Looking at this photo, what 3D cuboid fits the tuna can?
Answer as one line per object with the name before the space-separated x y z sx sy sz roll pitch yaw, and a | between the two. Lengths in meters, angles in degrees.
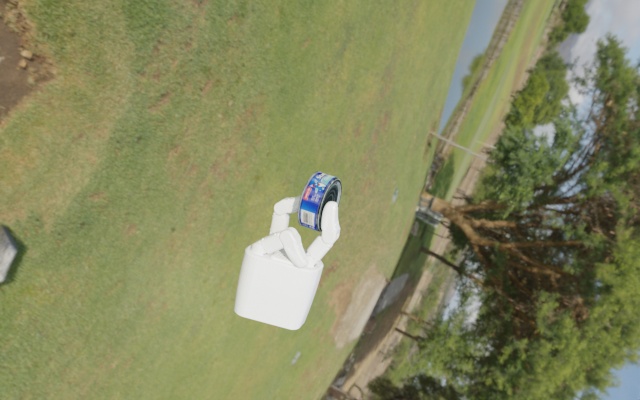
tuna can | 0.001 0.002 0.709 0.034 0.086 0.086 19 6 19
